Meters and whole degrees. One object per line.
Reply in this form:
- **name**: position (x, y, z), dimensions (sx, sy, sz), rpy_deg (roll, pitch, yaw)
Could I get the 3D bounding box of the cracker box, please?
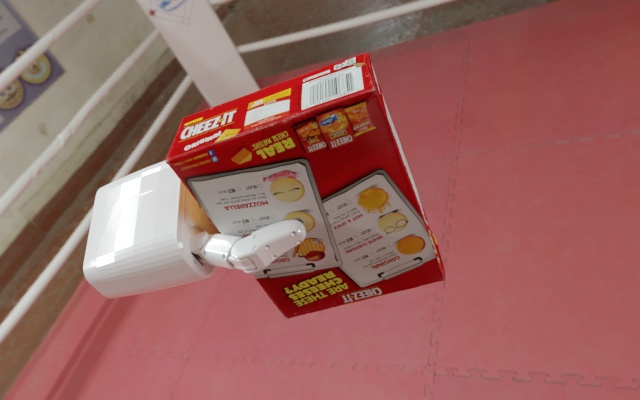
- **cracker box**: position (0.000, 0.001, 0.415), dimensions (0.164, 0.214, 0.072), rpy_deg (-17, 40, 15)
